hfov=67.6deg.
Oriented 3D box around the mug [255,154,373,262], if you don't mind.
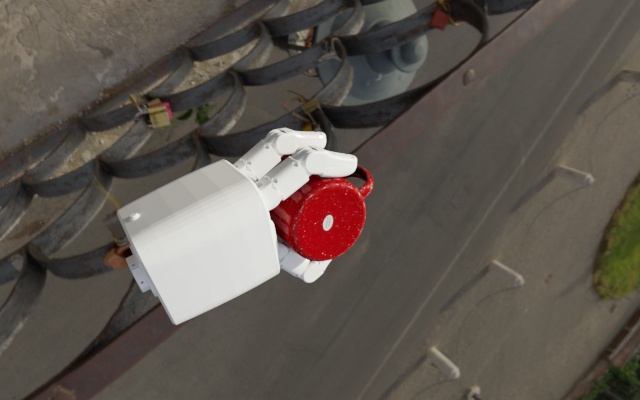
[{"bbox_3d":[0.001,0.001,0.467,0.117,0.093,0.081,-28,34,-19],"label":"mug"}]
